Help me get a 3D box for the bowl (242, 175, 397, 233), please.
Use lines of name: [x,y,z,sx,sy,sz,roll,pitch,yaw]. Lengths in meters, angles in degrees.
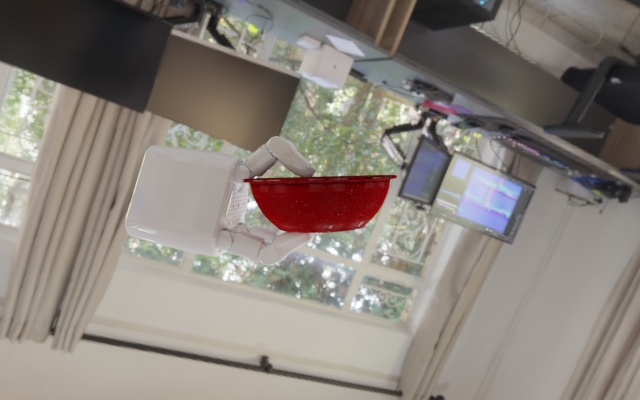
bowl: [0.001,0.002,0.503,0.162,0.055,0.162,-2,3,0]
